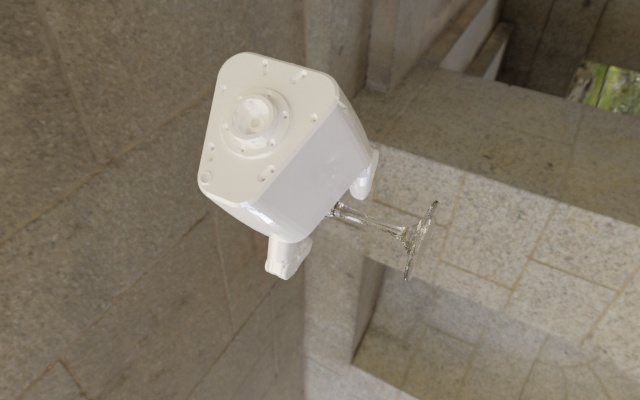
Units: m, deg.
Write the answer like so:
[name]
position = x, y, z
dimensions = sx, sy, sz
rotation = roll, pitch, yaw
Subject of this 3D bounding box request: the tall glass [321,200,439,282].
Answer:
[tall glass]
position = 0.001, 0.002, 0.440
dimensions = 0.201, 0.079, 0.079
rotation = 21, 7, 20
